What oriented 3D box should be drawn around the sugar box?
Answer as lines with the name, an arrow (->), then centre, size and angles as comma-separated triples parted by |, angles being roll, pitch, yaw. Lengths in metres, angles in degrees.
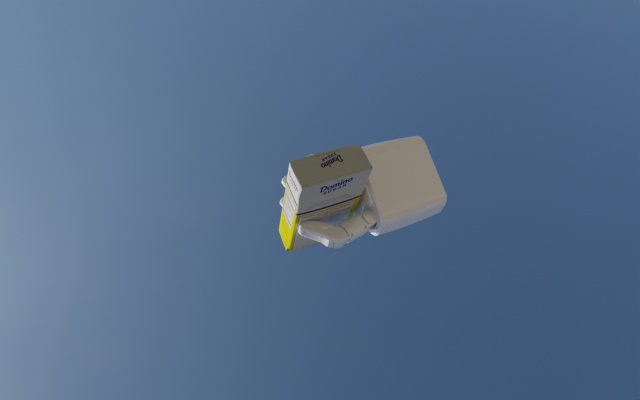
sugar box -> 0.000, 0.002, 0.619 | 0.093, 0.048, 0.176 | -16, -28, -19
